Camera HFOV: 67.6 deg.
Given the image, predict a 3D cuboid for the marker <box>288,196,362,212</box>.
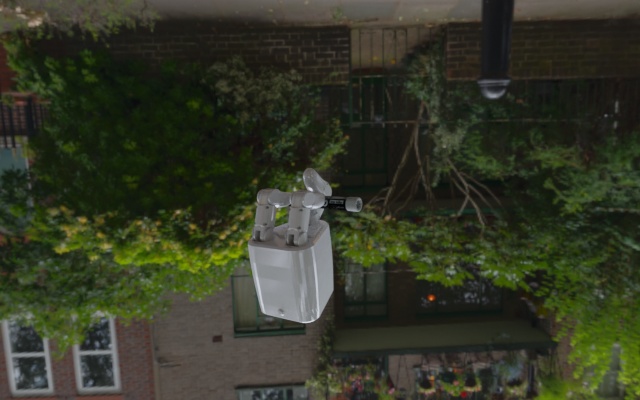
[{"bbox_3d":[0.000,0.002,0.655,0.121,0.020,0.020,4,2,34],"label":"marker"}]
